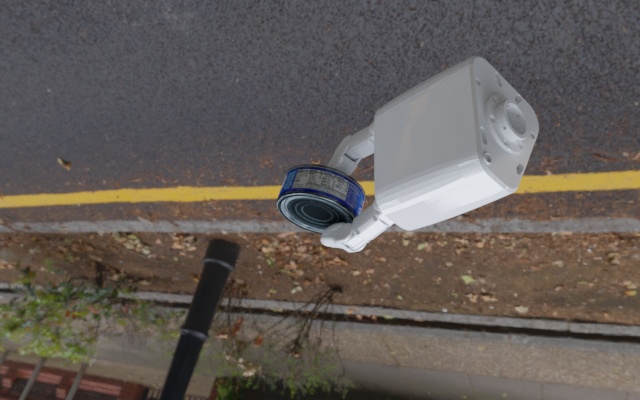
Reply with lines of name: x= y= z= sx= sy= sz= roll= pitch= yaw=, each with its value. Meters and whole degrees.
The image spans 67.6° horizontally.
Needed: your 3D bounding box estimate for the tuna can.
tuna can: x=0.000 y=0.002 z=0.480 sx=0.086 sy=0.033 sz=0.086 roll=13 pitch=-28 yaw=7
